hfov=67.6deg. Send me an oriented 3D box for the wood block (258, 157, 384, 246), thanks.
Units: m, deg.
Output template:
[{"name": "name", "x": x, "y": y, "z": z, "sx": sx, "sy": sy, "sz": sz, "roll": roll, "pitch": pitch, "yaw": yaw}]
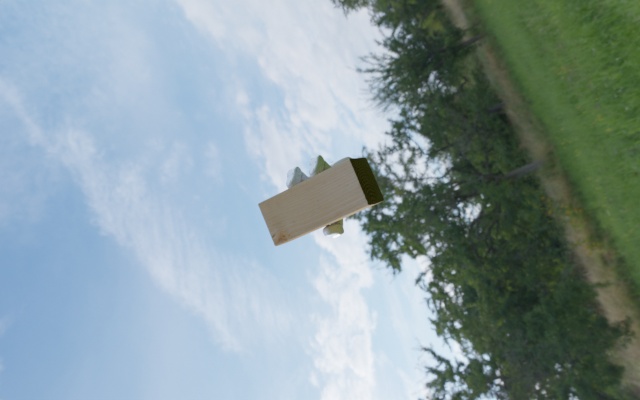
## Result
[{"name": "wood block", "x": 0.000, "y": 0.003, "z": 0.897, "sx": 0.206, "sy": 0.091, "sz": 0.090, "roll": -25, "pitch": -5, "yaw": 25}]
